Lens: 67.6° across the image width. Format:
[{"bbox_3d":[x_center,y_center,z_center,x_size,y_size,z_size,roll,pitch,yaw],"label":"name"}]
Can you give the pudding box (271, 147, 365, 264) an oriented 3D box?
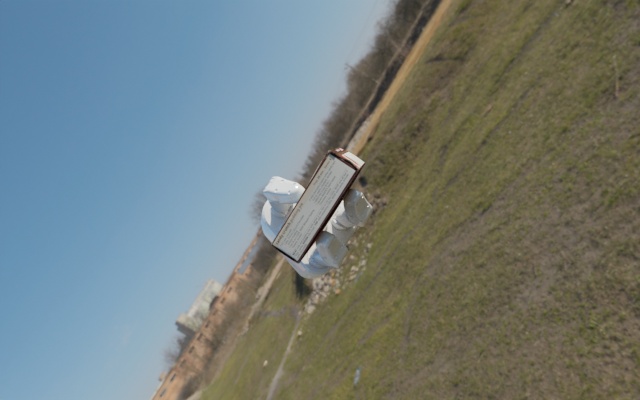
[{"bbox_3d":[0.000,0.002,0.493,0.039,0.113,0.090,31,12,2],"label":"pudding box"}]
